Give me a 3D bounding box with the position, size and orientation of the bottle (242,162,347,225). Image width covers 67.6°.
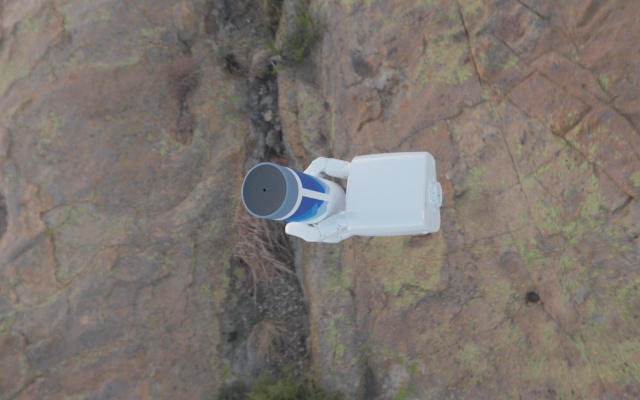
[{"bbox_3d":[0.000,0.002,0.693,0.069,0.069,0.296,0,-6,27],"label":"bottle"}]
